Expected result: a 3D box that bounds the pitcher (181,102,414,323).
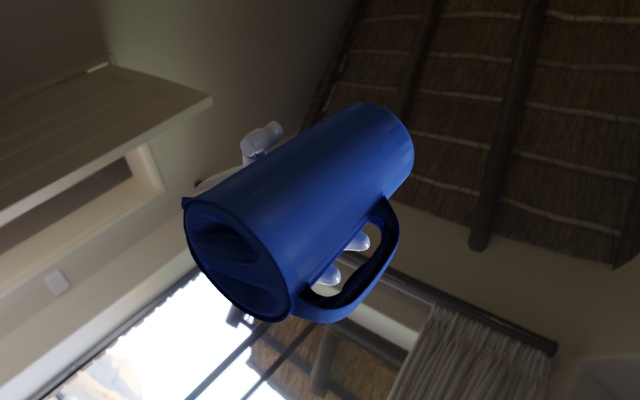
[{"bbox_3d":[0.000,0.002,0.479,0.145,0.149,0.242,-11,23,50],"label":"pitcher"}]
